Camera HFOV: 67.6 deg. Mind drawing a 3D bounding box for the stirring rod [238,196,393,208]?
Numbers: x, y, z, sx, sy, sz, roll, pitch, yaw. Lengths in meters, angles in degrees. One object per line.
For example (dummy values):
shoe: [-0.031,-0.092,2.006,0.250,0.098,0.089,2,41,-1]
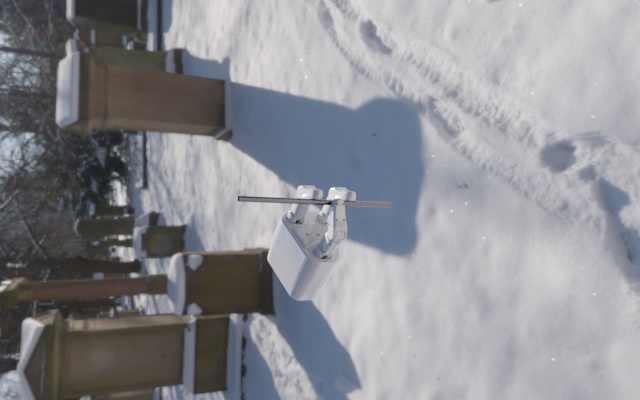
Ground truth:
stirring rod: [0.000,0.002,0.684,0.239,0.011,0.011,2,-1,-25]
